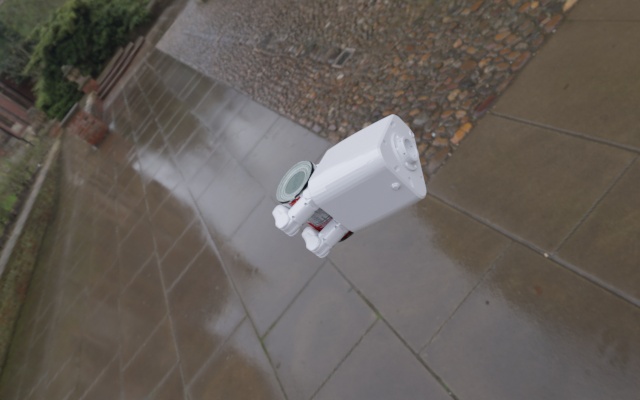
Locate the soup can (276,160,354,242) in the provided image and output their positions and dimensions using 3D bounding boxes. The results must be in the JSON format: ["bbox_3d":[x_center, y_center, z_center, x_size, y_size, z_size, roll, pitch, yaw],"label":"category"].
[{"bbox_3d":[0.000,0.002,0.637,0.102,0.068,0.068,38,-21,-30],"label":"soup can"}]
